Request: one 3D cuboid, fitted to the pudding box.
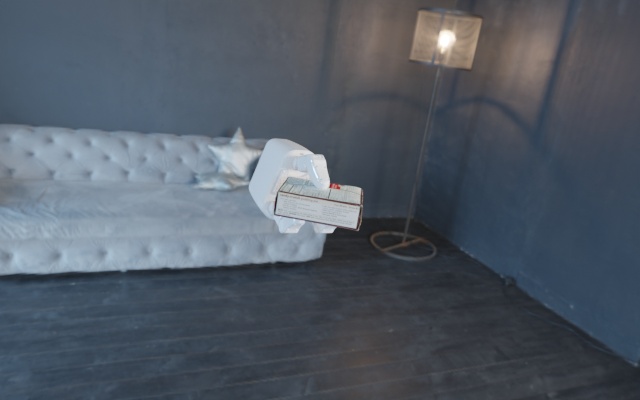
[{"bbox_3d":[0.000,0.002,0.641,0.113,0.039,0.090,8,16,3],"label":"pudding box"}]
